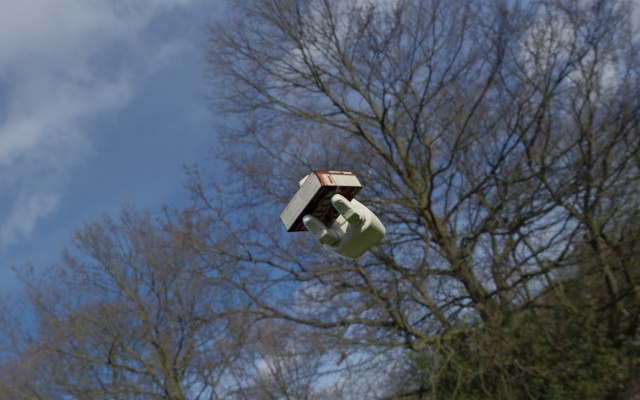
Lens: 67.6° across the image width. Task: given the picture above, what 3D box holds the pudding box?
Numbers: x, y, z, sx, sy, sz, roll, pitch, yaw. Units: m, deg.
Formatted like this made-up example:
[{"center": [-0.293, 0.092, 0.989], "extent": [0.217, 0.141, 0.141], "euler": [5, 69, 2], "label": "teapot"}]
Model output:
[{"center": [0.000, 0.002, 0.759], "extent": [0.090, 0.039, 0.113], "euler": [-1, -43, -44], "label": "pudding box"}]
